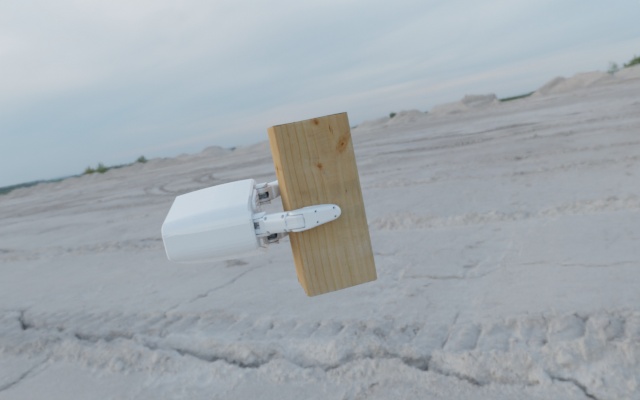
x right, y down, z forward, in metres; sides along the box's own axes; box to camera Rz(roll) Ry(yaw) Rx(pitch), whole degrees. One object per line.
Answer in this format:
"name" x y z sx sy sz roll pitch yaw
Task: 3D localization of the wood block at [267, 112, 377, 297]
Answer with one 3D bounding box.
"wood block" 0.000 0.002 0.600 0.090 0.206 0.091 -13 9 -10
